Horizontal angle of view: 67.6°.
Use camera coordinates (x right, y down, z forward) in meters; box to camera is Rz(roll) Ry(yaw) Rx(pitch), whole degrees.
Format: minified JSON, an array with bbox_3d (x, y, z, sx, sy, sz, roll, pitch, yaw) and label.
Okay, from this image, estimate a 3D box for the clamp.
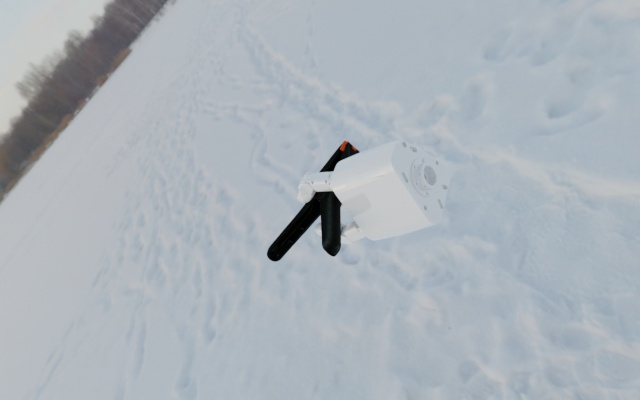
[{"bbox_3d":[0.000,0.001,0.705,0.036,0.210,0.164,39,-35,-25],"label":"clamp"}]
